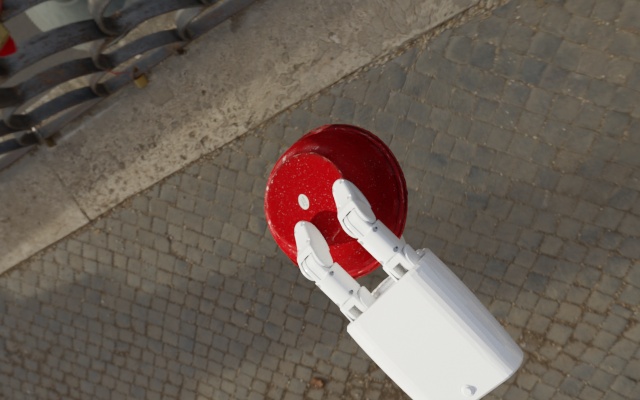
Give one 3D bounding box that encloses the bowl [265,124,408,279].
[{"bbox_3d":[-0.001,0.001,0.468,0.162,0.162,0.055,0,-1,32],"label":"bowl"}]
